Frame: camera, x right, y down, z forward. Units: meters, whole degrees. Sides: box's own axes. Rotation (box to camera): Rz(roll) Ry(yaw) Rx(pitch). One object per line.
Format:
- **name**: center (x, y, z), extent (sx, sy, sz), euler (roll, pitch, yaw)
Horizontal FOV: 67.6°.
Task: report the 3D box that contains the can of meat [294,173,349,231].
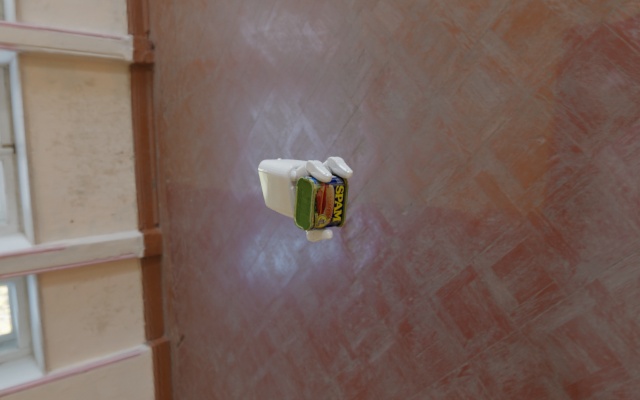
- **can of meat**: center (0.000, 0.003, 0.886), extent (0.084, 0.102, 0.057), euler (-6, 17, -40)
